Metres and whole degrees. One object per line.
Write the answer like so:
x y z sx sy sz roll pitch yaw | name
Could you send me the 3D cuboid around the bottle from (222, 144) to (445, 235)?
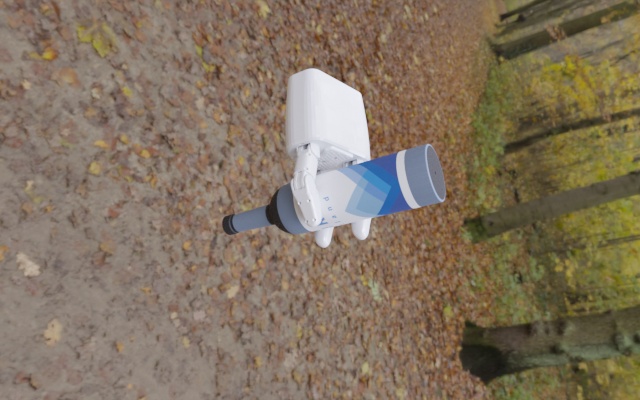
0.000 0.002 0.592 0.296 0.069 0.069 -14 -7 27 | bottle
